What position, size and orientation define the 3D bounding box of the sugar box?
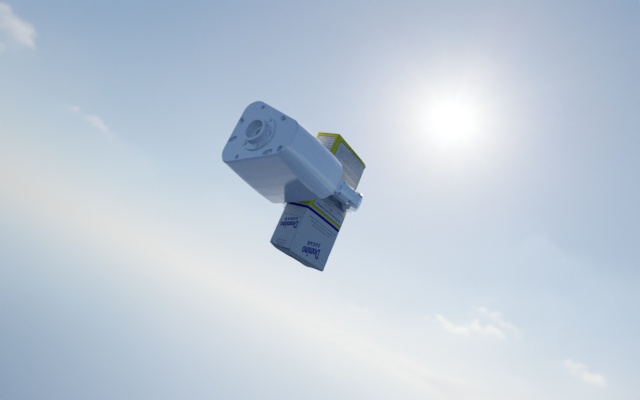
[{"bbox_3d":[0.000,0.002,0.679,0.048,0.176,0.093,15,-18,38],"label":"sugar box"}]
